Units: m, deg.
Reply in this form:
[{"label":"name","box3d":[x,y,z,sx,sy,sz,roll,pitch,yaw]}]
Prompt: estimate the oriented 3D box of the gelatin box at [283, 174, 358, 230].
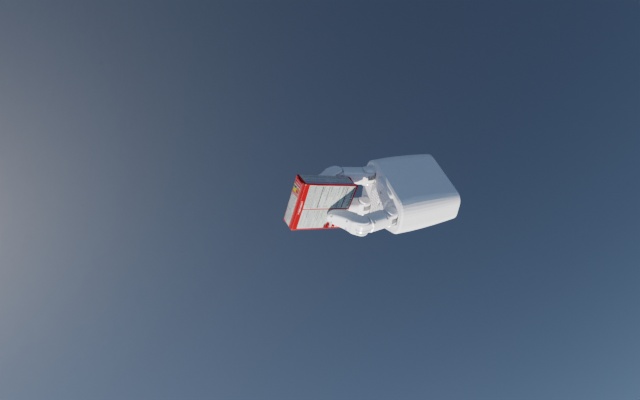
[{"label":"gelatin box","box3d":[0.000,0.002,0.662,0.089,0.073,0.030,-1,33,-33]}]
